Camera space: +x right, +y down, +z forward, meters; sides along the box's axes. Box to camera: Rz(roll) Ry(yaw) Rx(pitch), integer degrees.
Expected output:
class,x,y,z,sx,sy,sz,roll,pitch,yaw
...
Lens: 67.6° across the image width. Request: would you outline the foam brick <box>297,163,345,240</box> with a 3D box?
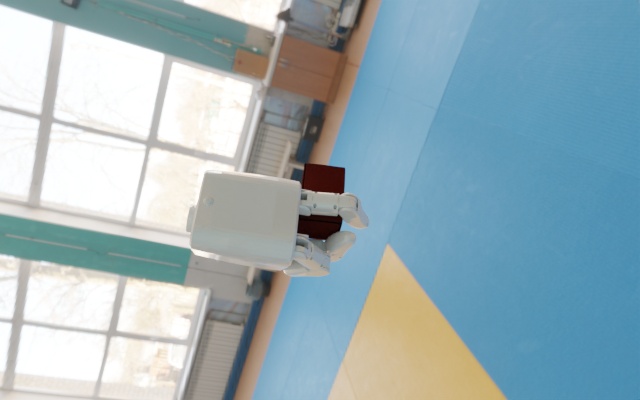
class,x,y,z,sx,sy,sz,roll,pitch,yaw
foam brick,0.000,0.002,0.575,0.051,0.078,0.053,6,-29,-3
